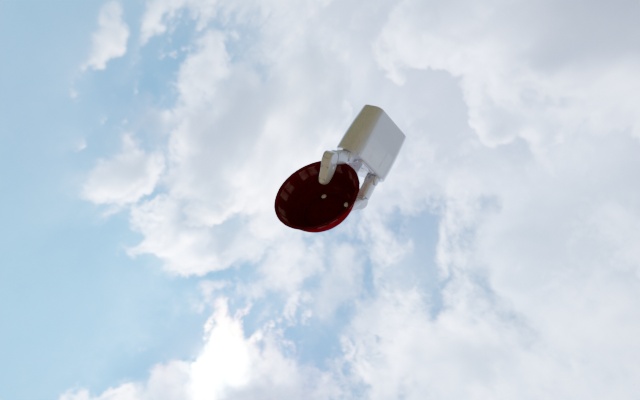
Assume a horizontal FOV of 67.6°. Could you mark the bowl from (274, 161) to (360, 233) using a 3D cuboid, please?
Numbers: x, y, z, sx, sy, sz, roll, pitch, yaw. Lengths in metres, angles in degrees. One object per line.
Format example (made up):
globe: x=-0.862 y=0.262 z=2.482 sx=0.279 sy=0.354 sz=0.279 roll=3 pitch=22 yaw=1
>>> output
bowl: x=-0.001 y=0.004 z=0.864 sx=0.162 sy=0.162 sz=0.055 roll=0 pitch=-39 yaw=25
